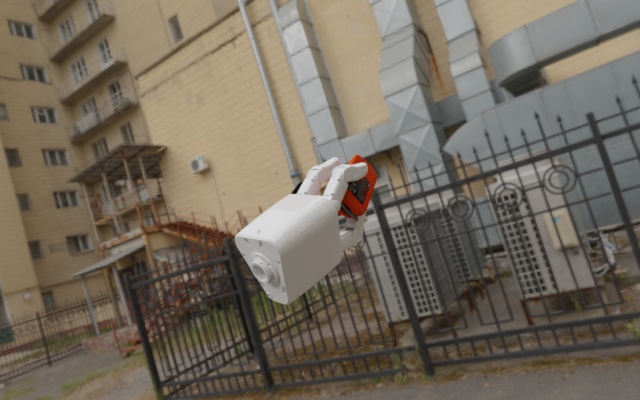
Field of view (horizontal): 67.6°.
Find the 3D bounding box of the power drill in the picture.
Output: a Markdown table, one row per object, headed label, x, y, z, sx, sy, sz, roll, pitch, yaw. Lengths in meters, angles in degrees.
| label | x | y | z | sx | sy | sz | roll | pitch | yaw |
| --- | --- | --- | --- | --- | --- | --- | --- | --- | --- |
| power drill | 0.000 | 0.002 | 0.758 | 0.188 | 0.057 | 0.184 | -32 | 23 | 38 |
